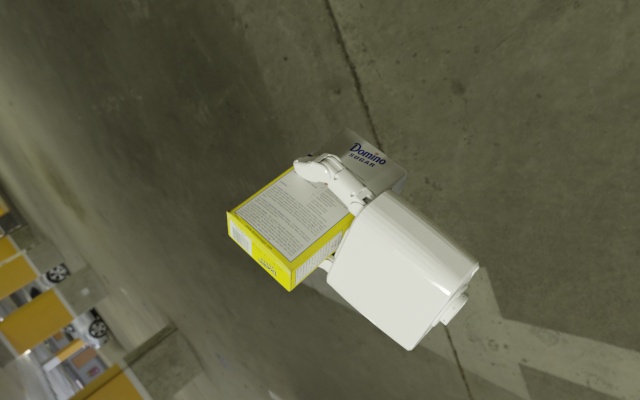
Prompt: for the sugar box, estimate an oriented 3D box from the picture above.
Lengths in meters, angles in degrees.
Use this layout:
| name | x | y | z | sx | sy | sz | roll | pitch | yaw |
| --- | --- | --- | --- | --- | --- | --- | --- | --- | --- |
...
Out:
| name | x | y | z | sx | sy | sz | roll | pitch | yaw |
| --- | --- | --- | --- | --- | --- | --- | --- | --- | --- |
| sugar box | 0.000 | 0.002 | 0.495 | 0.093 | 0.048 | 0.176 | 40 | 57 | 22 |
